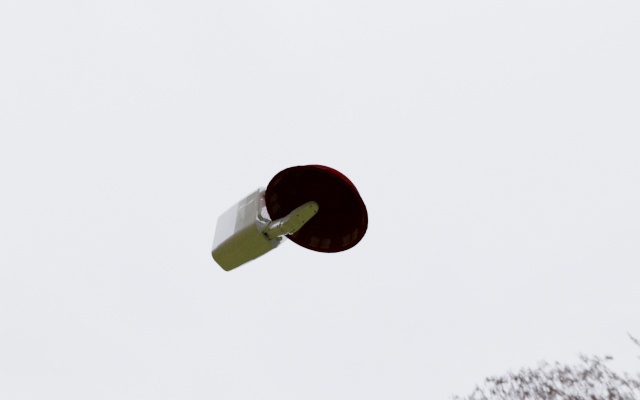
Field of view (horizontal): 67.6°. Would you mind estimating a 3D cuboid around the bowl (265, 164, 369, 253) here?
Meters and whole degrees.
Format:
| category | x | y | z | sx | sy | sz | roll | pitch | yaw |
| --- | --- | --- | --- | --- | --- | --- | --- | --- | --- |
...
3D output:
| category | x | y | z | sx | sy | sz | roll | pitch | yaw |
| --- | --- | --- | --- | --- | --- | --- | --- | --- | --- |
| bowl | 0.001 | 0.002 | 0.722 | 0.162 | 0.162 | 0.055 | 0 | 36 | 23 |
